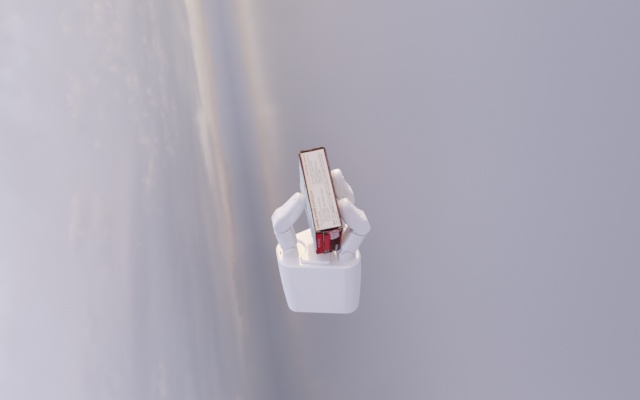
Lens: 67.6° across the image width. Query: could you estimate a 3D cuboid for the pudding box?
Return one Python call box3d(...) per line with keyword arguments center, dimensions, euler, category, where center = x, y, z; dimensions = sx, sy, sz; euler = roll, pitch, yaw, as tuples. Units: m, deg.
box3d(center=(0.000, 0.002, 0.610), dimensions=(0.039, 0.113, 0.090), euler=(-12, -22, -6), category="pudding box")
